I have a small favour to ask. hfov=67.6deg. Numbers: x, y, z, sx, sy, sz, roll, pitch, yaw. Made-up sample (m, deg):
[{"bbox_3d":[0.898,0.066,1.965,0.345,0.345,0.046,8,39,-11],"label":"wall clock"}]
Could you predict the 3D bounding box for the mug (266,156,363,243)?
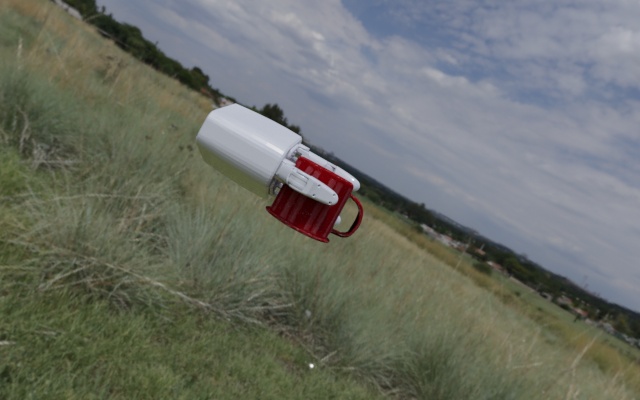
[{"bbox_3d":[0.001,0.003,0.609,0.117,0.081,0.093,29,4,-1],"label":"mug"}]
